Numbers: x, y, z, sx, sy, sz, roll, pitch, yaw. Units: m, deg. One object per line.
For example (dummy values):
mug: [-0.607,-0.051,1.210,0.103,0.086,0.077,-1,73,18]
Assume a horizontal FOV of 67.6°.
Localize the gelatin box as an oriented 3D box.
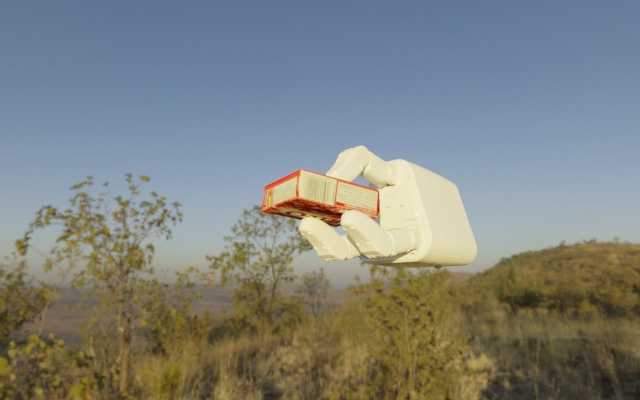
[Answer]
gelatin box: [0.000,0.001,0.451,0.089,0.030,0.073,14,-17,-29]
